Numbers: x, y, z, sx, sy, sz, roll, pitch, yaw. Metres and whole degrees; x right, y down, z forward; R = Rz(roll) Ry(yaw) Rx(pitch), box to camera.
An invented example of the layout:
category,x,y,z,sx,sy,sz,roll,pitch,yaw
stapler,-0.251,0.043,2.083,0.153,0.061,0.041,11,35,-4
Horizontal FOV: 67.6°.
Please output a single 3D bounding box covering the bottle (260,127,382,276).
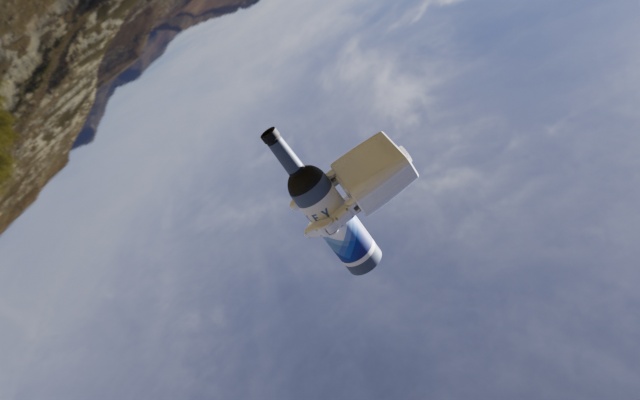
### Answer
category,x,y,z,sx,sy,sz,roll,pitch,yaw
bottle,0.000,0.003,0.781,0.069,0.296,0.069,-29,28,17
